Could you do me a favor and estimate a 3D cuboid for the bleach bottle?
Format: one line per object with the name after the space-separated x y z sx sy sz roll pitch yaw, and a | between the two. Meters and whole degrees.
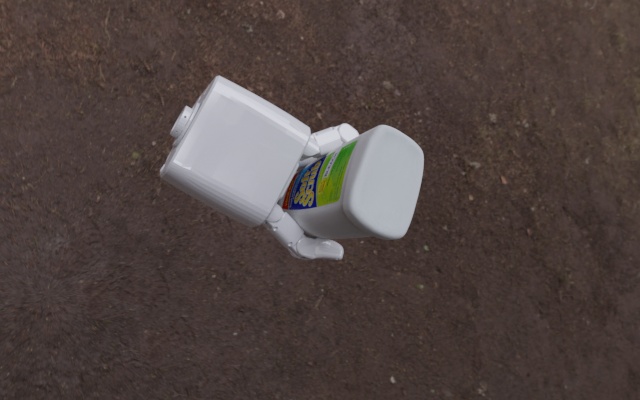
0.000 0.002 0.516 0.068 0.102 0.251 28 -22 -23 | bleach bottle
